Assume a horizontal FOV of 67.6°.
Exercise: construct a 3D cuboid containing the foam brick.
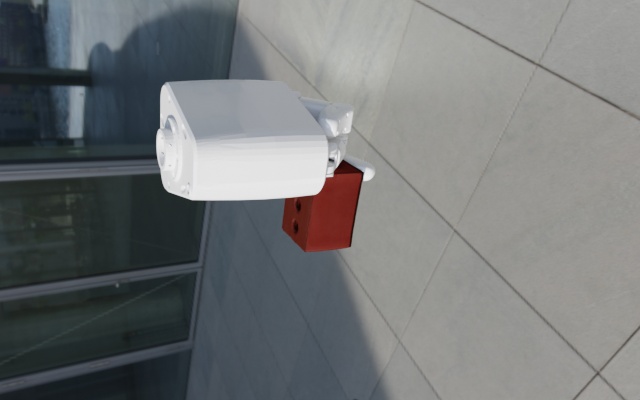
[{"bbox_3d":[0.000,0.002,0.445,0.051,0.078,0.053,-6,26,-30],"label":"foam brick"}]
